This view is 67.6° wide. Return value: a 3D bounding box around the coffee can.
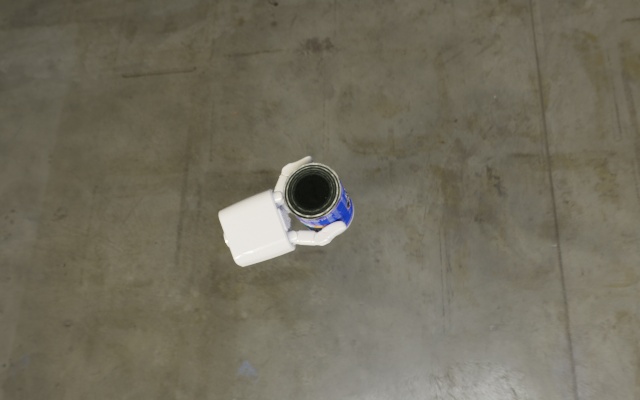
[{"bbox_3d":[0.000,0.003,0.873,0.103,0.102,0.140,0,-16,13],"label":"coffee can"}]
